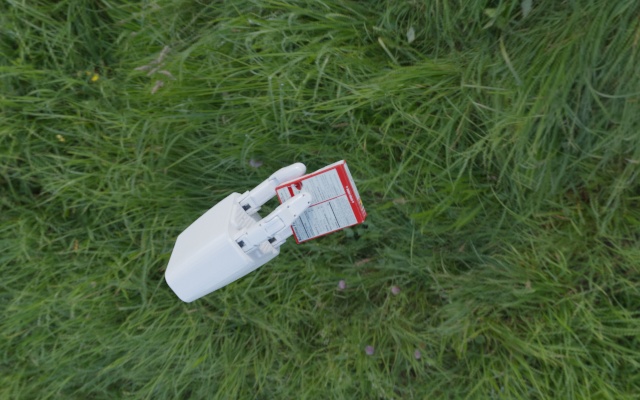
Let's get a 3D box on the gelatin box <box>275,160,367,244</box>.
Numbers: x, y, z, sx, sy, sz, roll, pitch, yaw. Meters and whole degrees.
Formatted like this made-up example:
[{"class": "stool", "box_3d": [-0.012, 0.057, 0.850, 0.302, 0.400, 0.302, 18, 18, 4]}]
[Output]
[{"class": "gelatin box", "box_3d": [0.000, 0.002, 0.562, 0.089, 0.073, 0.030, -19, 11, 18]}]
